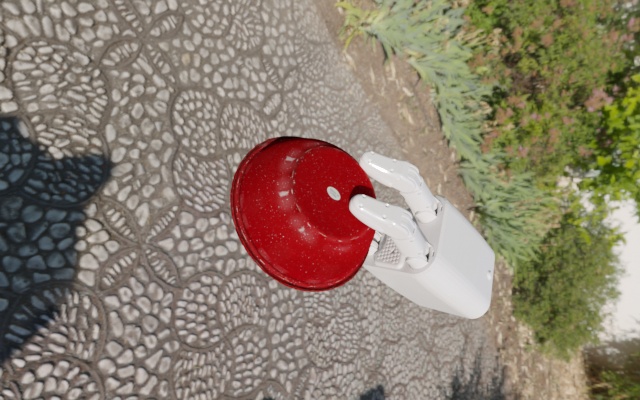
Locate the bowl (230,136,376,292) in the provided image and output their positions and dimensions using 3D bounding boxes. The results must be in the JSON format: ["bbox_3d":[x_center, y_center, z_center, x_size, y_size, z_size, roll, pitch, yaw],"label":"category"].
[{"bbox_3d":[-0.001,0.001,0.451,0.162,0.162,0.055,0,-19,-34],"label":"bowl"}]
